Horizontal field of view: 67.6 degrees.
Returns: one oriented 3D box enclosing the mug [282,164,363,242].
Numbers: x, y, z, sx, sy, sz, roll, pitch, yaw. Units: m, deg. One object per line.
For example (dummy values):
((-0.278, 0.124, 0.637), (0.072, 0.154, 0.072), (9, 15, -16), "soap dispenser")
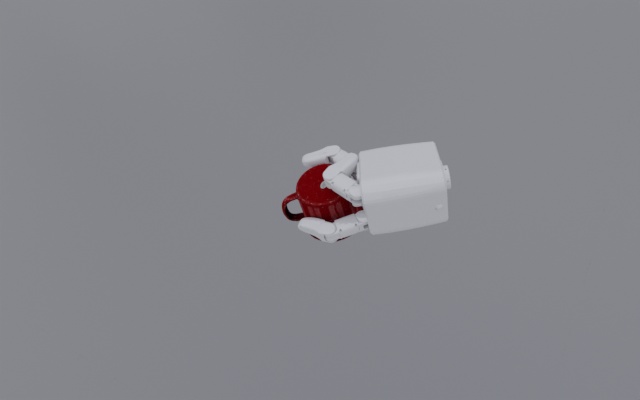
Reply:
((-0.001, 0.002, 0.703), (0.117, 0.093, 0.082), (-9, -41, 9), "mug")
